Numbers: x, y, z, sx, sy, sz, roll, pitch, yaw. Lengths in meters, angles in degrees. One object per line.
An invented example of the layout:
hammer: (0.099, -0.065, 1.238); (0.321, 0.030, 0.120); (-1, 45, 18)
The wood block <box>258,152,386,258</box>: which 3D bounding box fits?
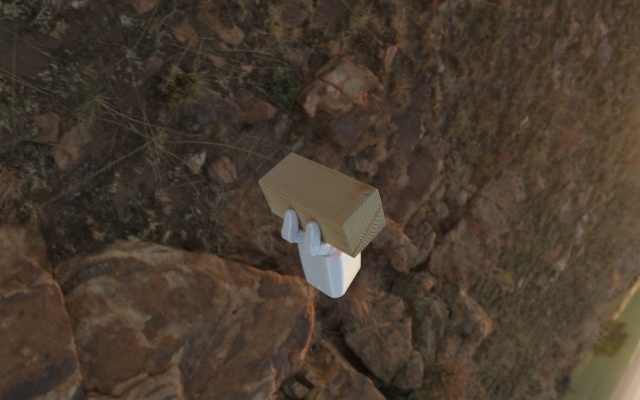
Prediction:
wood block: (0.001, 0.003, 0.832); (0.206, 0.090, 0.090); (26, 59, 38)
